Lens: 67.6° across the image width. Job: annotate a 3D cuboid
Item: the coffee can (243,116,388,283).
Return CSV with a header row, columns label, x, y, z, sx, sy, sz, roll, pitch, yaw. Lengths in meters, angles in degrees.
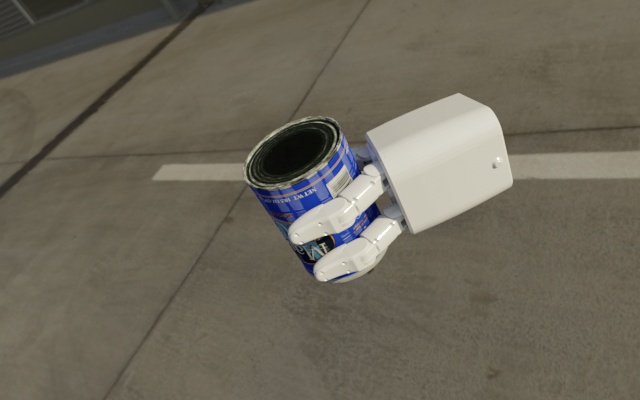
label,x,y,z,sx,sy,sz,roll,pitch,yaw
coffee can,0.000,0.002,0.485,0.103,0.102,0.140,0,-44,34
